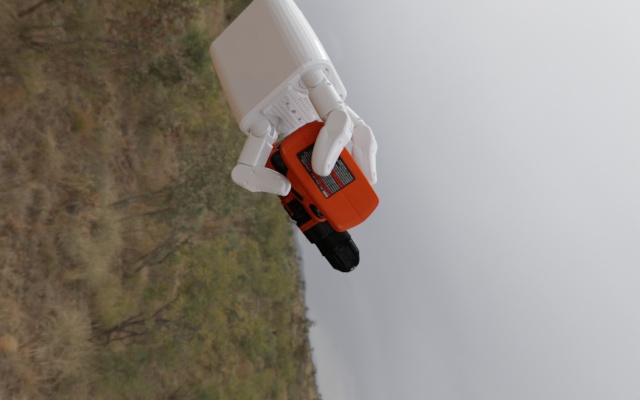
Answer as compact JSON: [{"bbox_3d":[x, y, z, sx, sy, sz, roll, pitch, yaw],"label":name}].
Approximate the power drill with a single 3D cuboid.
[{"bbox_3d":[0.000,0.001,0.524,0.057,0.184,0.188,-37,0,-15],"label":"power drill"}]
